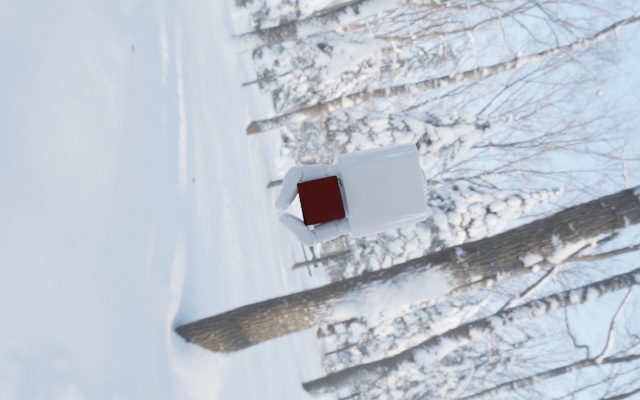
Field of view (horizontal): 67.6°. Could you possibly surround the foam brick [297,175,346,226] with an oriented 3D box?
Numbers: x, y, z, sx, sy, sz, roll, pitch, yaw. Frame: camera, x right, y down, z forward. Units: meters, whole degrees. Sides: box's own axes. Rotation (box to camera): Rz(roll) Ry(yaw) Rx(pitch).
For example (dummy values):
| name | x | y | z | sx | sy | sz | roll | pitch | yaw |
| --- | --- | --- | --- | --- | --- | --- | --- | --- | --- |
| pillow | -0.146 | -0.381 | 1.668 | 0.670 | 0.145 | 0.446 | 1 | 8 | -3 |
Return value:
| name | x | y | z | sx | sy | sz | roll | pitch | yaw |
| --- | --- | --- | --- | --- | --- | --- | --- | --- | --- |
| foam brick | 0.000 | 0.002 | 0.604 | 0.051 | 0.053 | 0.078 | -11 | -3 | -2 |
